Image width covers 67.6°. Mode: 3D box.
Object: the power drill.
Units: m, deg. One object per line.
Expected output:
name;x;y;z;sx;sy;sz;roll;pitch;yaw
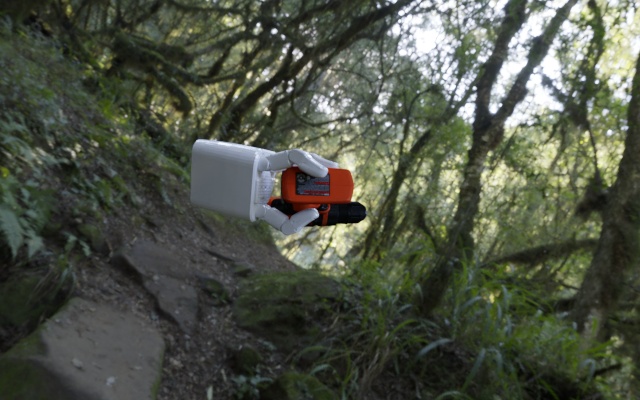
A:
power drill;0.000;0.002;0.774;0.184;0.057;0.188;0;-17;-8
